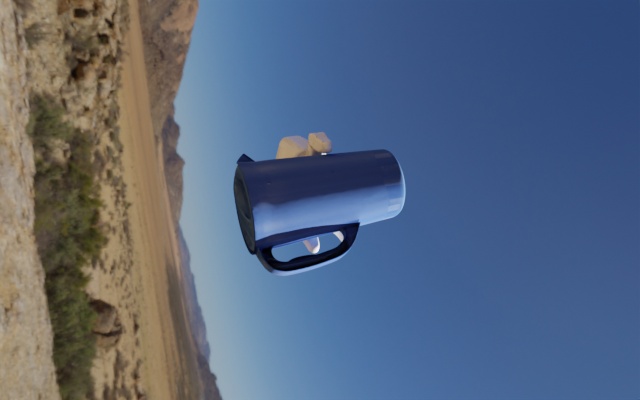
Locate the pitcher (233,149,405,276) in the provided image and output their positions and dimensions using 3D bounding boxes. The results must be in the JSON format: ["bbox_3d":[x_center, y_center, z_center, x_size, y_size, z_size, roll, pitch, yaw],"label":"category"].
[{"bbox_3d":[0.000,0.002,0.705,0.243,0.149,0.145,-10,23,-18],"label":"pitcher"}]
